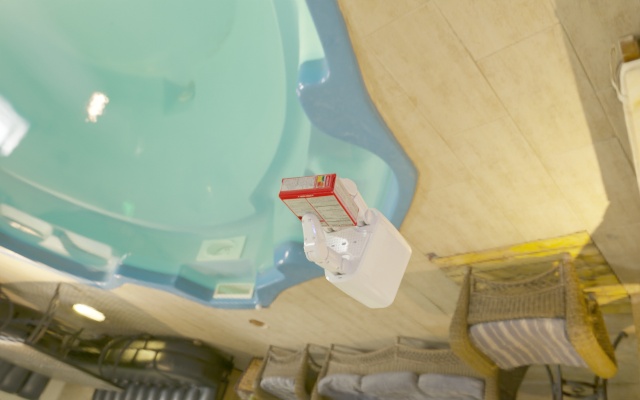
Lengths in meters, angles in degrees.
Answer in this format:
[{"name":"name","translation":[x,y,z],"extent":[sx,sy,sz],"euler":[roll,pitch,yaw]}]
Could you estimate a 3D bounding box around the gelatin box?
[{"name":"gelatin box","translation":[0.000,0.002,0.602],"extent":[0.073,0.030,0.089],"euler":[-4,-31,25]}]
